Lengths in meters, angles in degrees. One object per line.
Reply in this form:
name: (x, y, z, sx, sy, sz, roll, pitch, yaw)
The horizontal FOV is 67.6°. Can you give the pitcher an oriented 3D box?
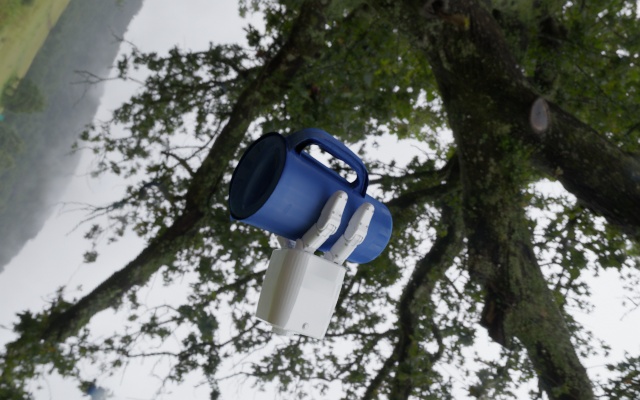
pitcher: (0.000, 0.002, 0.709, 0.243, 0.145, 0.149, 27, -16, -35)
